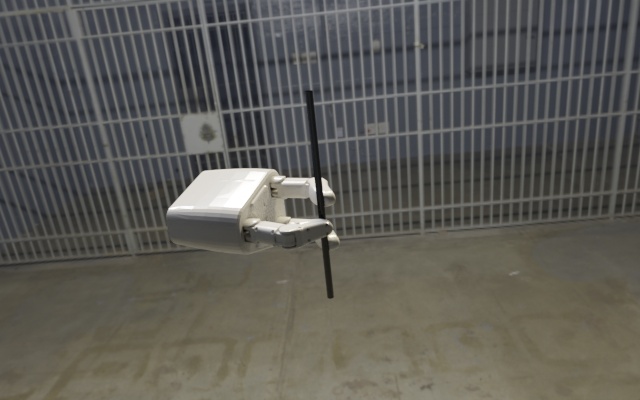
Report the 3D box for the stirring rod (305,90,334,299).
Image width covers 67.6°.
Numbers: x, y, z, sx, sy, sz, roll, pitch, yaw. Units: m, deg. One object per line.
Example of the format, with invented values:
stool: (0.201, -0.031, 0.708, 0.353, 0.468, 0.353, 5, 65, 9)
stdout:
stirring rod: (0.000, 0.002, 0.524, 0.011, 0.240, 0.011, -5, 20, 2)
